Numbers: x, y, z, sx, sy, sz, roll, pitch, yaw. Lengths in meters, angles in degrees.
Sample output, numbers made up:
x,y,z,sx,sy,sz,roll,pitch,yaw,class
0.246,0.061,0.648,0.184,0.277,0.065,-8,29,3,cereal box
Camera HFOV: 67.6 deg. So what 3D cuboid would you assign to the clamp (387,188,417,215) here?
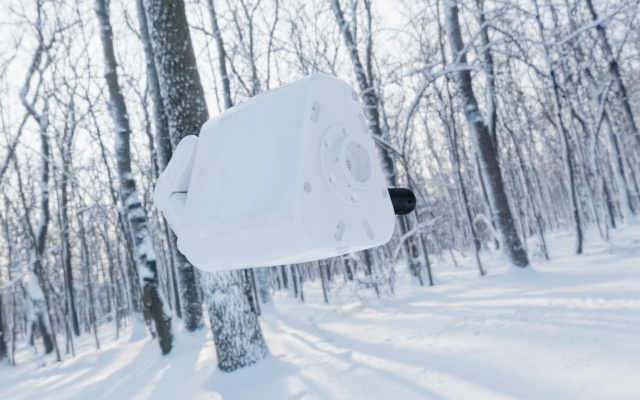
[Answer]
x,y,z,sx,sy,sz,roll,pitch,yaw,class
0.000,0.001,0.425,0.120,0.039,0.171,-10,-6,42,clamp
